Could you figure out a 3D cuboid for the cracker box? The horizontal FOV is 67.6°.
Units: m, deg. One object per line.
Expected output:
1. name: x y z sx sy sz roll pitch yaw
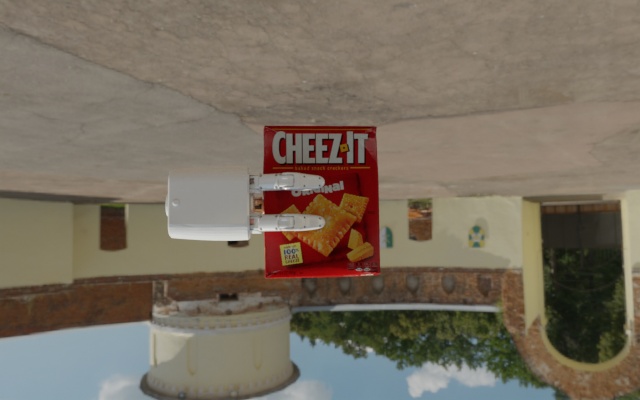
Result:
1. cracker box: 0.000 0.002 0.689 0.164 0.213 0.072 -1 -4 -5
